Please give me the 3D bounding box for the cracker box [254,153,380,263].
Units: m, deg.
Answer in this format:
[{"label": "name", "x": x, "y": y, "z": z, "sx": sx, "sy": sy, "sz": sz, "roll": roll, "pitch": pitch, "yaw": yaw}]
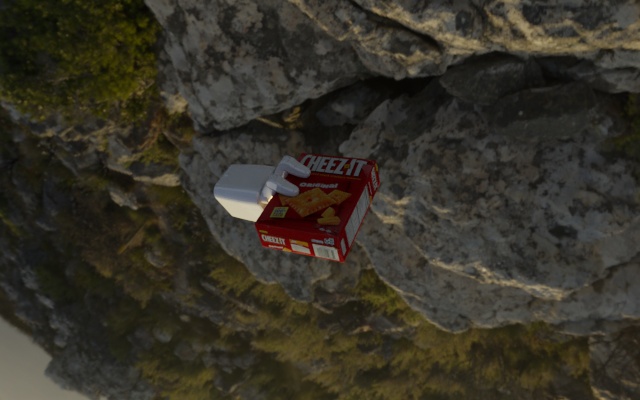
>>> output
[{"label": "cracker box", "x": 0.000, "y": 0.003, "z": 0.893, "sx": 0.164, "sy": 0.072, "sz": 0.213, "roll": 9, "pitch": 46, "yaw": 23}]
